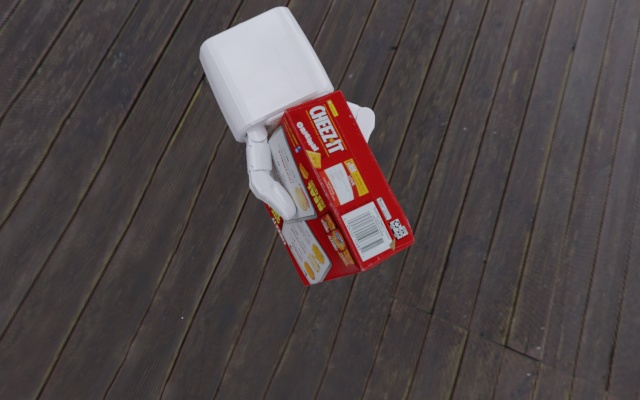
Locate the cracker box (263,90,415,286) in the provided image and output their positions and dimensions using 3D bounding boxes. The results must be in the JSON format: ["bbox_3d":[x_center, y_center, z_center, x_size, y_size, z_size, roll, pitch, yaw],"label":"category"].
[{"bbox_3d":[0.000,0.002,0.532,0.072,0.164,0.214,-24,-6,-20],"label":"cracker box"}]
